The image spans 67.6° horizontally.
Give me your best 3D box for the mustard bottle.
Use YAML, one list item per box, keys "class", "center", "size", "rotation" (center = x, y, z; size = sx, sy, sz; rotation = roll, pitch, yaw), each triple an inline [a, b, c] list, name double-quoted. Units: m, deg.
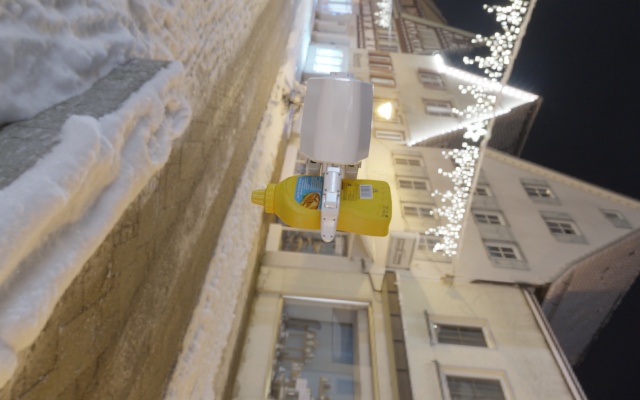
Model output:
- class: "mustard bottle"
  center: [0.000, 0.003, 0.665]
  size: [0.191, 0.058, 0.096]
  rotation: [5, 38, 0]
